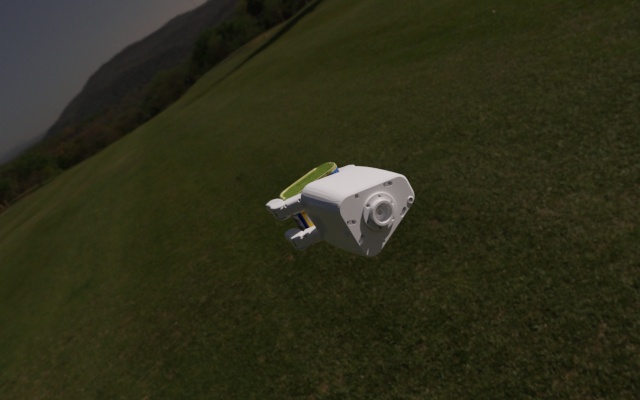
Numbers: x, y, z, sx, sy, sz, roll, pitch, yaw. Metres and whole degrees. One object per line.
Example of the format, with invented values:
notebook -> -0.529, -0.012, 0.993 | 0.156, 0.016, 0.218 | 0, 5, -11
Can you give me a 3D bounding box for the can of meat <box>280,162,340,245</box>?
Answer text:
can of meat -> 0.000, 0.002, 0.727 | 0.102, 0.084, 0.057 | -37, 22, -13
